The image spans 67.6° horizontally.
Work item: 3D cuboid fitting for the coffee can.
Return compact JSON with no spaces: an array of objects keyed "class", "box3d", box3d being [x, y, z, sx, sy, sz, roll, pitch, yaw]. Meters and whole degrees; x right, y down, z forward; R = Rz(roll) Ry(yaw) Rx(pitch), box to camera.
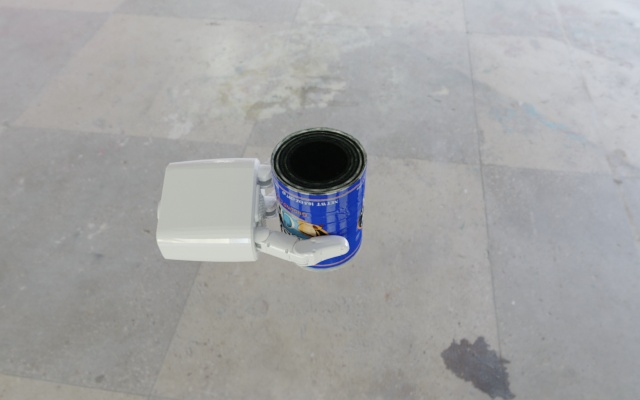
[{"class":"coffee can","box3d":[0.000,0.002,0.554,0.103,0.102,0.140,0,-42,2]}]
